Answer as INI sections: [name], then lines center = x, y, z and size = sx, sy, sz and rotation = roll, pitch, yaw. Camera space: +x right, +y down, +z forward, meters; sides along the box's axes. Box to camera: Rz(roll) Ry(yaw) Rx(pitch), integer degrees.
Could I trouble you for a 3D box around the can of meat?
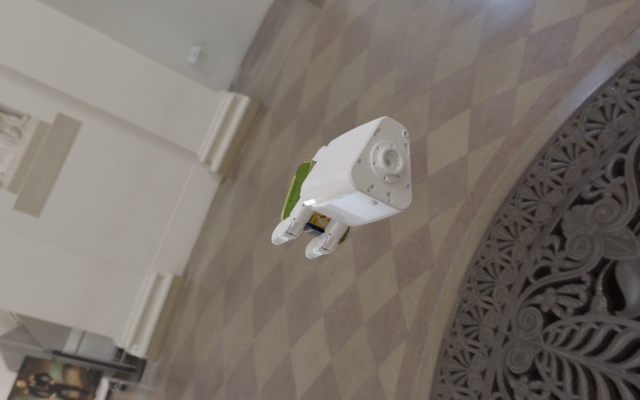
[can of meat]
center = 0.000, 0.002, 0.676
size = 0.084, 0.102, 0.057
rotation = 25, -18, -25
